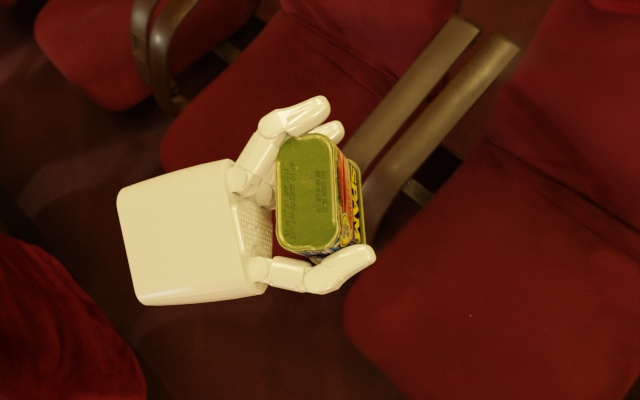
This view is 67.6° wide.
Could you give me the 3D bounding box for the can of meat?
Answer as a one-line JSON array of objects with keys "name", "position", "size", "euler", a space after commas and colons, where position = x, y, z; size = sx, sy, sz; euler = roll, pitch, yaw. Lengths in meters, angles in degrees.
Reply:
[{"name": "can of meat", "position": [0.000, 0.001, 0.411], "size": [0.057, 0.102, 0.084], "euler": [-7, -15, 17]}]
